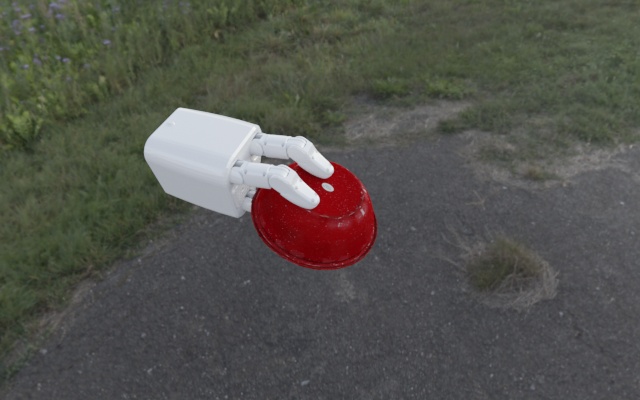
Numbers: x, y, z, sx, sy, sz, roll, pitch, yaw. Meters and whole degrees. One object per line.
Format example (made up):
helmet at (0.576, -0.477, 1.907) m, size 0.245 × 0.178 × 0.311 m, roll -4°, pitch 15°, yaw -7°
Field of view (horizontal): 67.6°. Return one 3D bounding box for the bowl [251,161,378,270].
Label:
bowl at (0.001, 0.002, 0.576) m, size 0.162 × 0.162 × 0.055 m, roll 0°, pitch -40°, yaw -19°
